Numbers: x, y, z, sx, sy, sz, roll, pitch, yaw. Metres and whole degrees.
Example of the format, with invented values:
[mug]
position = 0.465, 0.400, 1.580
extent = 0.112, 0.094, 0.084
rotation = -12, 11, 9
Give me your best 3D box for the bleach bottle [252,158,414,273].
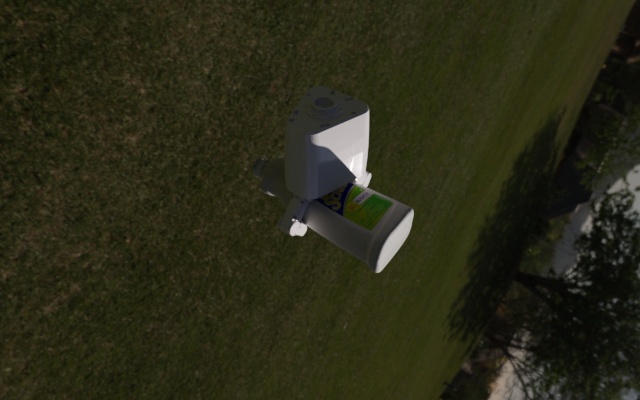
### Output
[bleach bottle]
position = 0.000, 0.002, 0.686
extent = 0.251, 0.068, 0.102
rotation = 26, 48, 24
